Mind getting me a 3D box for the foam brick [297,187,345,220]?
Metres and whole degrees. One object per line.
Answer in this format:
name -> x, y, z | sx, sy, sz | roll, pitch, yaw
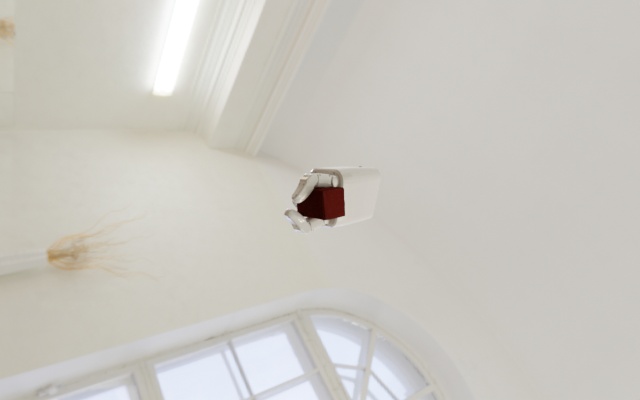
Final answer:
foam brick -> 0.000, 0.003, 0.847 | 0.051, 0.053, 0.078 | -9, 10, -39
